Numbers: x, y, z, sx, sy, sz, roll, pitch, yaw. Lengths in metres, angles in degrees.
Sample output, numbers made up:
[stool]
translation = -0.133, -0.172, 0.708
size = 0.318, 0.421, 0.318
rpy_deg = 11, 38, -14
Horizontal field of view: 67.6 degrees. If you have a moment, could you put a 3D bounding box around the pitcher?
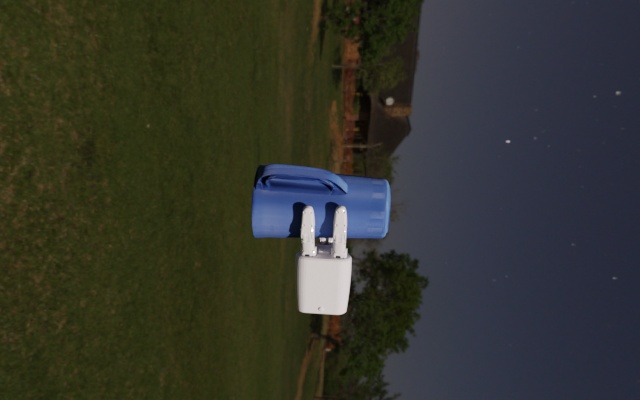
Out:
[pitcher]
translation = 0.000, 0.003, 0.855
size = 0.243, 0.145, 0.149
rpy_deg = 3, 12, 2
